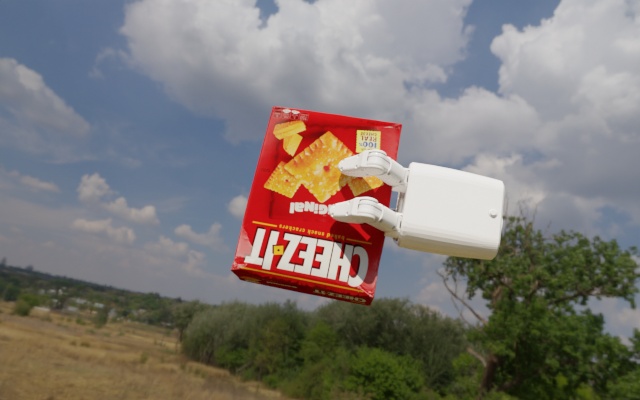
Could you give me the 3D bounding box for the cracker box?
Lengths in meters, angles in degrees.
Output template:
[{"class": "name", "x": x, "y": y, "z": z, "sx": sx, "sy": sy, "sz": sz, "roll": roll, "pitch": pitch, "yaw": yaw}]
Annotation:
[{"class": "cracker box", "x": 0.000, "y": 0.002, "z": 0.573, "sx": 0.164, "sy": 0.213, "sz": 0.072, "roll": 10, "pitch": -18, "yaw": 6}]
